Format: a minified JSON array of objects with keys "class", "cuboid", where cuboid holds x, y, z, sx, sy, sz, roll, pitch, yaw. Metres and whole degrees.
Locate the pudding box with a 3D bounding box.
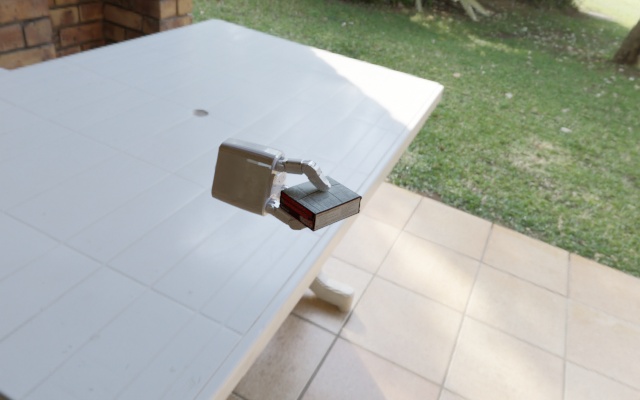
[{"class":"pudding box","cuboid":[0.000,0.002,0.809,0.113,0.039,0.090,-22,43,-38]}]
